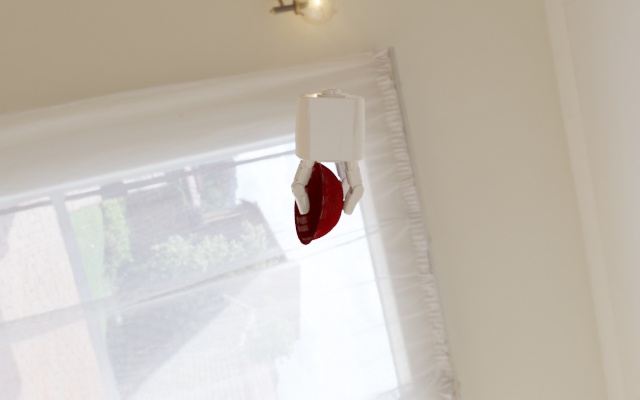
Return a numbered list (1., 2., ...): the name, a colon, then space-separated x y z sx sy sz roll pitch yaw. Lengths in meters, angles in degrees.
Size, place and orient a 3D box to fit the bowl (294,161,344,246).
1. bowl: 0.000 0.004 0.871 0.055 0.162 0.162 6 -2 -20
